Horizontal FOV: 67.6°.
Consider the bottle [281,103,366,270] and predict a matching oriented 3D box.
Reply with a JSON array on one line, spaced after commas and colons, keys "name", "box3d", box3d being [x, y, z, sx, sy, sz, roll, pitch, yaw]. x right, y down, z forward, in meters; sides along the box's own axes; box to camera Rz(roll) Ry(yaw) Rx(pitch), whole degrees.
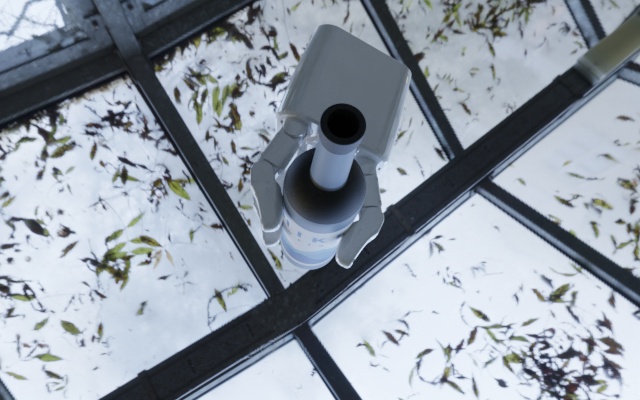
[{"name": "bottle", "box3d": [0.000, 0.002, 0.417, 0.069, 0.069, 0.296, 0, -18, -5]}]
